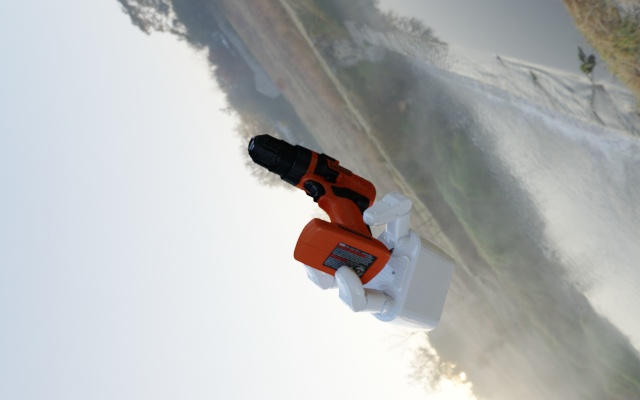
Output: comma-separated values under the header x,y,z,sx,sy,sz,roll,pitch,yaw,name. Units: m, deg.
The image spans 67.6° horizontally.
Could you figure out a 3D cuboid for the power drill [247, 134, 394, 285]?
x,y,z,sx,sy,sz,roll,pitch,yaw,name
0.000,0.002,0.561,0.184,0.057,0.187,22,29,-22,power drill
